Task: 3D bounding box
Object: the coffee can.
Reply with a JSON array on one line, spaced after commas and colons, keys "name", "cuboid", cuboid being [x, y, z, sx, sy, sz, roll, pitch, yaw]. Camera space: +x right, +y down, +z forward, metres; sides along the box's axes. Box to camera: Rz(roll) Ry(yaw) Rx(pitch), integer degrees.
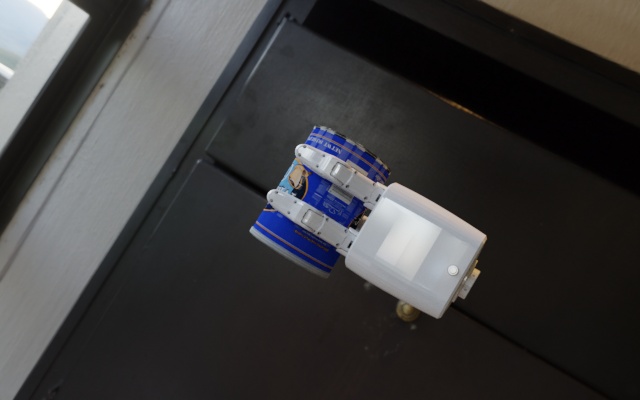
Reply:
[{"name": "coffee can", "cuboid": [0.000, 0.002, 0.541, 0.103, 0.140, 0.103, 31, -3, 2]}]
